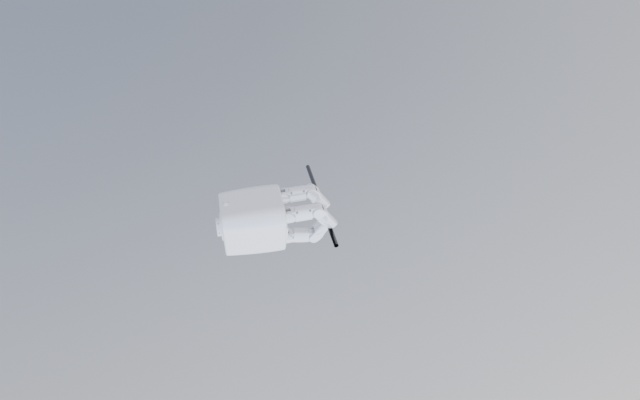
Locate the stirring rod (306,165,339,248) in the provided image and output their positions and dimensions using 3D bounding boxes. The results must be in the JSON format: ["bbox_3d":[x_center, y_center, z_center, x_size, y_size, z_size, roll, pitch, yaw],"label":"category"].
[{"bbox_3d":[0.000,0.003,0.888,0.011,0.011,0.239,0,37,-16],"label":"stirring rod"}]
